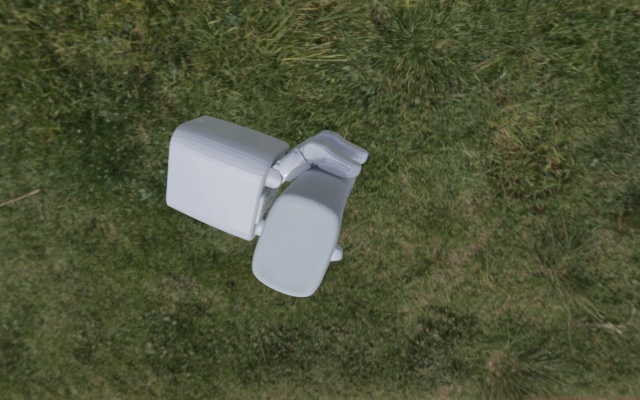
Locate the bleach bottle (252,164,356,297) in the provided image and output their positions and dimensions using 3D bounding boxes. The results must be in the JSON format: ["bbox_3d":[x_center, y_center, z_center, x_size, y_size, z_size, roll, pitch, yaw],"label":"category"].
[{"bbox_3d":[0.000,0.002,0.537,0.068,0.103,0.250,22,21,3],"label":"bleach bottle"}]
